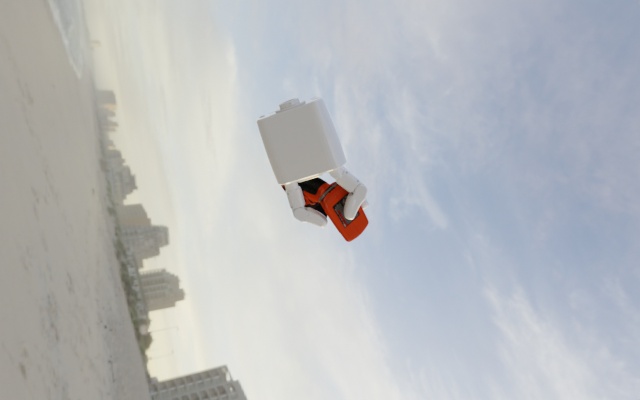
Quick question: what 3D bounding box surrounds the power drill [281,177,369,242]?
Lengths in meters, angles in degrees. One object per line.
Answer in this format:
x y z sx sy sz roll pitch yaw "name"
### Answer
0.000 0.003 0.843 0.187 0.057 0.184 29 -21 50 "power drill"
